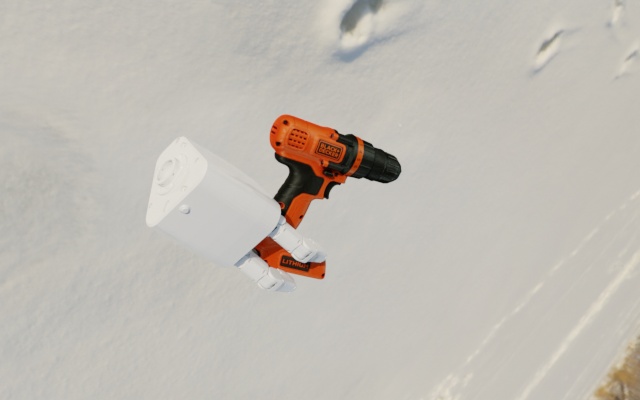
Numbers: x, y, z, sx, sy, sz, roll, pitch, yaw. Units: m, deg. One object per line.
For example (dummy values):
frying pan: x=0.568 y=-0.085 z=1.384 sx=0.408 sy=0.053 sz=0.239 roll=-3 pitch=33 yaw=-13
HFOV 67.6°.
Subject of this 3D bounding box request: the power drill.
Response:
power drill: x=0.000 y=0.002 z=0.605 sx=0.184 sy=0.187 sz=0.057 roll=17 pitch=9 yaw=-25
